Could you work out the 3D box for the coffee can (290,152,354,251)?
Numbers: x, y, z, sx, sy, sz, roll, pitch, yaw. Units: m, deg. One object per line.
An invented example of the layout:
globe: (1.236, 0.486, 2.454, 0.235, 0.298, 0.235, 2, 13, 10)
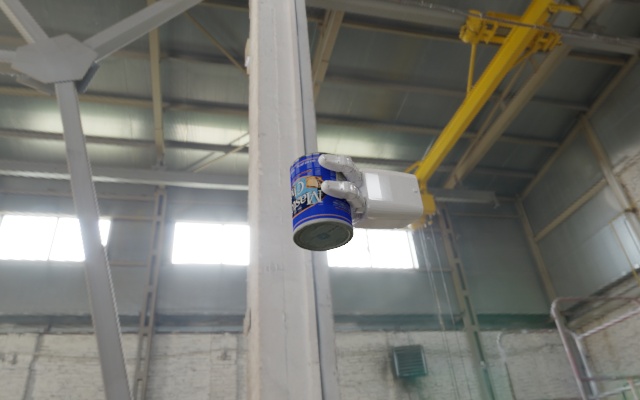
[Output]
coffee can: (0.000, 0.003, 0.825, 0.103, 0.140, 0.103, -4, -33, -2)
